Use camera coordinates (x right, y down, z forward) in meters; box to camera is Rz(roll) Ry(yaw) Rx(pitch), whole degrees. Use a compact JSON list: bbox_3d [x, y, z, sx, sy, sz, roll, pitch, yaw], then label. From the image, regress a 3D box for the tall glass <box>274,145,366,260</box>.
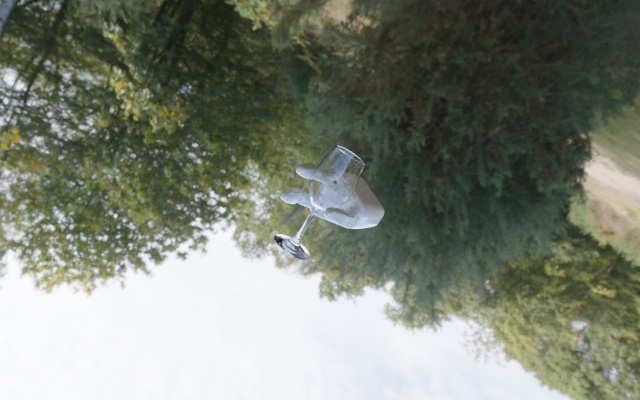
[{"bbox_3d":[0.000,0.003,0.836,0.079,0.201,0.079,30,15,-9],"label":"tall glass"}]
